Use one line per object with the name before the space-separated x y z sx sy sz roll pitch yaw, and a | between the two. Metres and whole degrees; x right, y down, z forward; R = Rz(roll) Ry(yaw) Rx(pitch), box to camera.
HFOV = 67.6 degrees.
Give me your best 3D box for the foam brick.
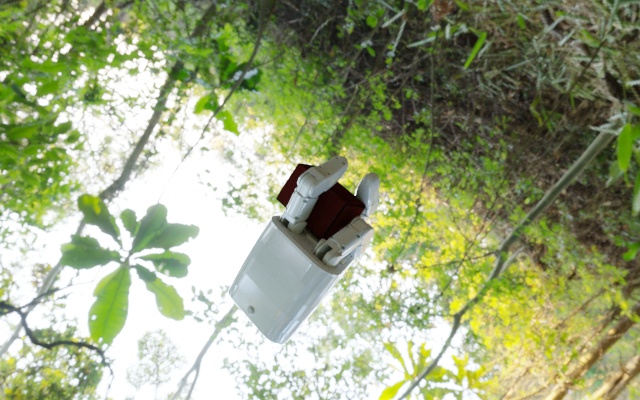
foam brick | 0.000 0.002 0.534 0.078 0.051 0.053 42 17 26
